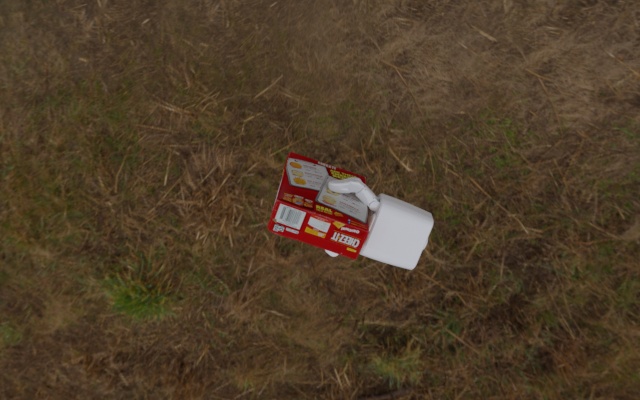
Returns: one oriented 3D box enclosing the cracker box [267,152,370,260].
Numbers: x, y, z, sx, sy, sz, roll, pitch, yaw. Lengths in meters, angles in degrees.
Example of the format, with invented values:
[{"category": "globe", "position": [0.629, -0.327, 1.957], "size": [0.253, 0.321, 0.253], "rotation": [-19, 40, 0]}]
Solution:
[{"category": "cracker box", "position": [0.000, 0.003, 0.879], "size": [0.164, 0.072, 0.213], "rotation": [19, 27, -7]}]
